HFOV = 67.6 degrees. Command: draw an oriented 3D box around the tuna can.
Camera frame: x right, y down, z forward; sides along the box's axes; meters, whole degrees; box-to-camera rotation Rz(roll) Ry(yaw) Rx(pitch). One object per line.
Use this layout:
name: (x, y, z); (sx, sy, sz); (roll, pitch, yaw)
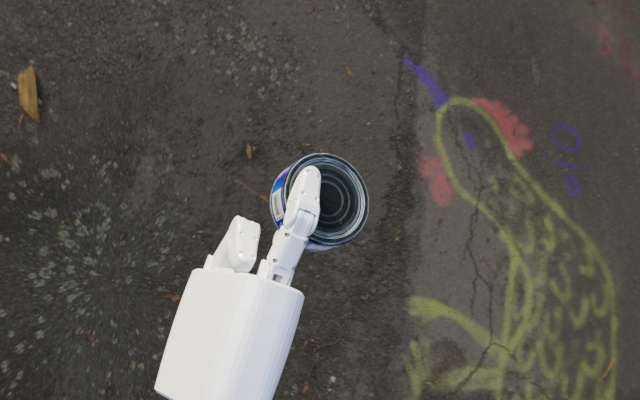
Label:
tuna can: (0.000, 0.001, 0.429); (0.086, 0.086, 0.034); (0, -14, -26)
